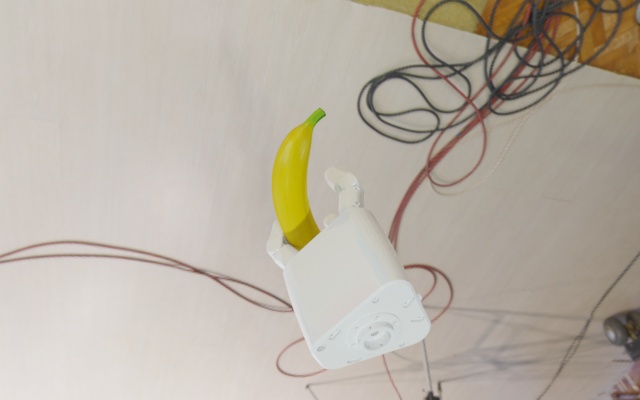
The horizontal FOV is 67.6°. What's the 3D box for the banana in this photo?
[{"bbox_3d":[-0.017,0.003,0.520,0.069,0.198,0.037,-14,32,-17],"label":"banana"}]
